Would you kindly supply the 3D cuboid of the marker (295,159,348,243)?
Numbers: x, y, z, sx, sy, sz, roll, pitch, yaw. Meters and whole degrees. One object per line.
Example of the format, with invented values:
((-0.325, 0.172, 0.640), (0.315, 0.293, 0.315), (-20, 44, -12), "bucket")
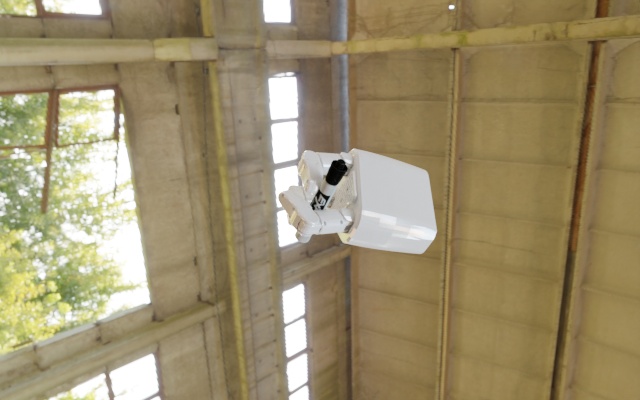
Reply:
((0.000, 0.002, 0.531), (0.020, 0.020, 0.121), (0, -44, -31), "marker")
